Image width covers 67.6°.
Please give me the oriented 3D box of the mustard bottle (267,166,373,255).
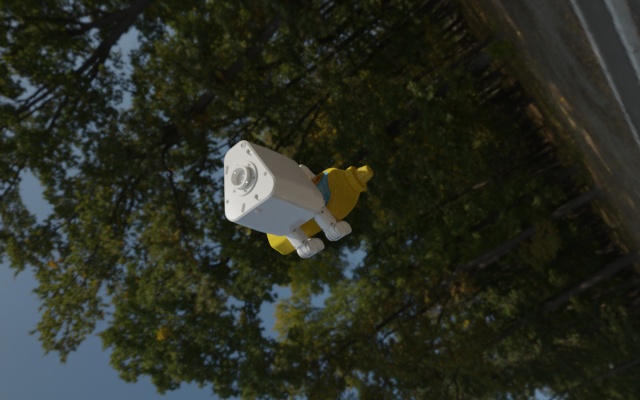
[{"bbox_3d":[0.000,0.003,0.750,0.192,0.096,0.058,-34,-53,23],"label":"mustard bottle"}]
